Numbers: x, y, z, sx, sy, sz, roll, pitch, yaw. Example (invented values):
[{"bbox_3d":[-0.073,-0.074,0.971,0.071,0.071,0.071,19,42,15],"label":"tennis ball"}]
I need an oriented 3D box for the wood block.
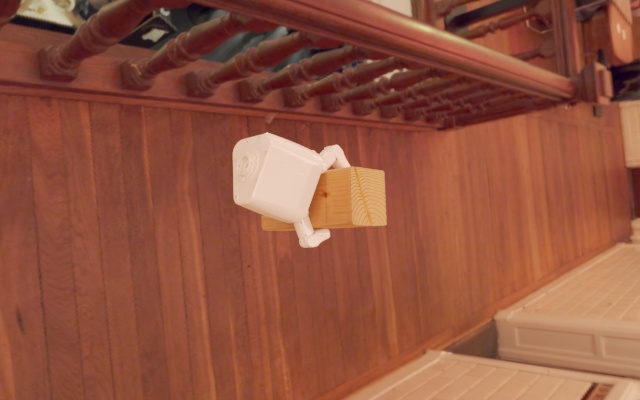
[{"bbox_3d":[0.000,0.003,0.807,0.206,0.091,0.090,-6,-6,43],"label":"wood block"}]
